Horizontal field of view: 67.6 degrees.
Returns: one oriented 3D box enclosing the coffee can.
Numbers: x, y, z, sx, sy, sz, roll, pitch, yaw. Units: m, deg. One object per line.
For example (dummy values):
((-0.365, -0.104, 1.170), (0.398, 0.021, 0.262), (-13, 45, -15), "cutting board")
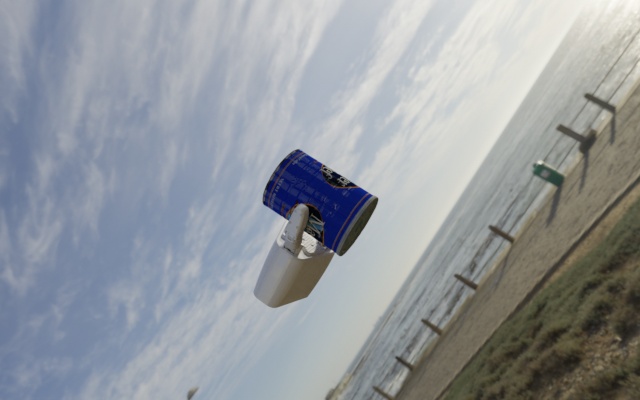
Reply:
((0.000, 0.002, 0.710), (0.140, 0.103, 0.103), (33, 8, 13), "coffee can")
